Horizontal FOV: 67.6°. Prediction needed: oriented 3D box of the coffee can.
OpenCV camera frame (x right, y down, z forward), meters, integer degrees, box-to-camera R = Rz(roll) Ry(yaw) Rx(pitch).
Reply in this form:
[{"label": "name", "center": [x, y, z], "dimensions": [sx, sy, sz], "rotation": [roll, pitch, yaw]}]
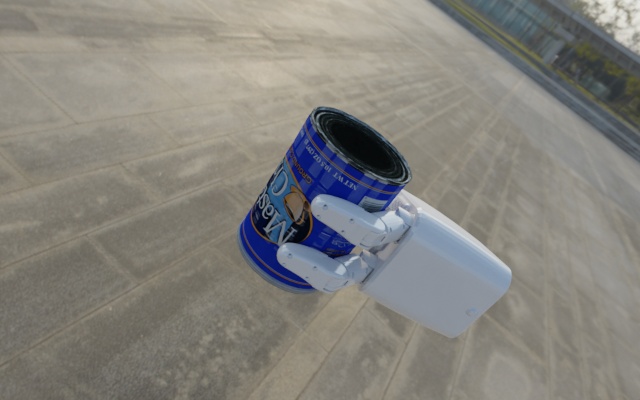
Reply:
[{"label": "coffee can", "center": [0.000, 0.001, 0.436], "dimensions": [0.103, 0.140, 0.102], "rotation": [27, 29, -16]}]
